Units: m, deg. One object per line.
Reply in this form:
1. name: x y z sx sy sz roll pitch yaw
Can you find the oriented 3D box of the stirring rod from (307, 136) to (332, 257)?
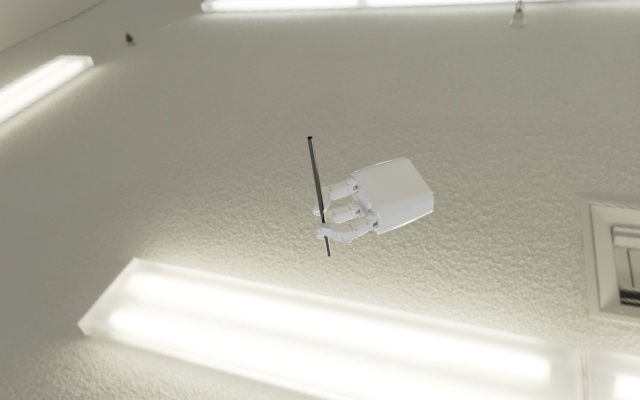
1. stirring rod: 0.000 0.002 0.763 0.011 0.240 0.011 -6 38 5
